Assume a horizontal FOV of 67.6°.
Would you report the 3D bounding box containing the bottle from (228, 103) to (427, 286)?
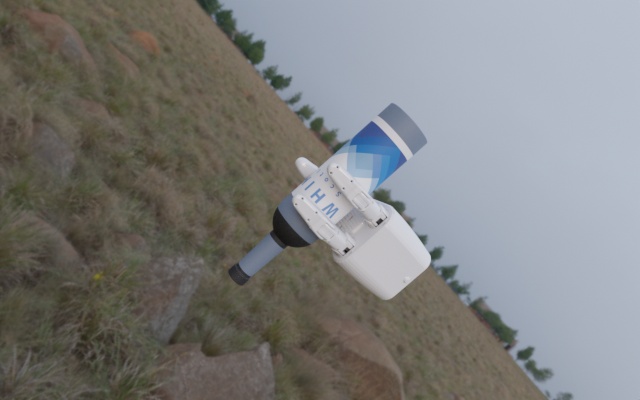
[{"bbox_3d":[0.000,0.002,0.601,0.296,0.069,0.069,-42,-5,5],"label":"bottle"}]
